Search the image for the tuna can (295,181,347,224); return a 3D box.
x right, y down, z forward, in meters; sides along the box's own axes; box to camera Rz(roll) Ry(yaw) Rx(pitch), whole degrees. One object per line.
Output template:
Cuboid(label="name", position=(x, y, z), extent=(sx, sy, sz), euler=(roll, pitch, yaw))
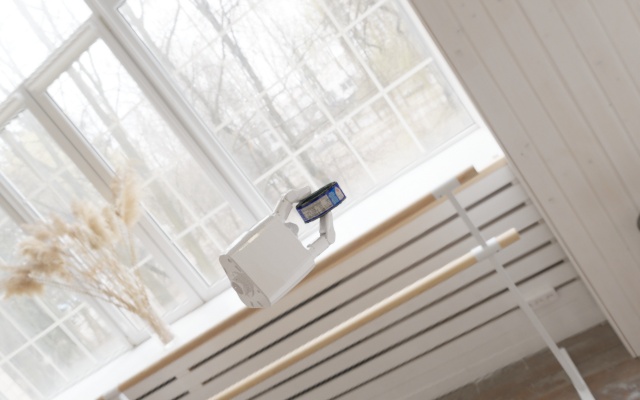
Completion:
Cuboid(label="tuna can", position=(0.000, 0.002, 0.812), extent=(0.086, 0.034, 0.086), euler=(-32, 7, 5))
